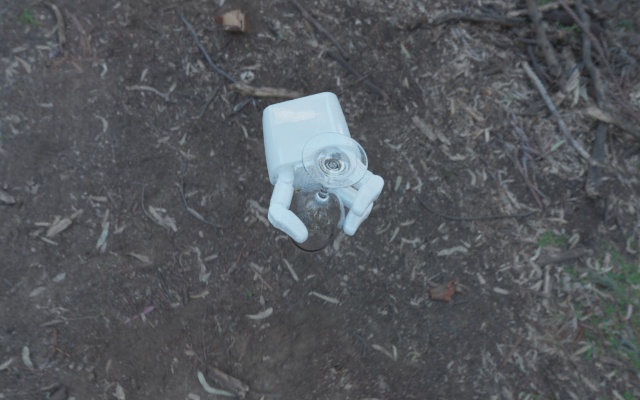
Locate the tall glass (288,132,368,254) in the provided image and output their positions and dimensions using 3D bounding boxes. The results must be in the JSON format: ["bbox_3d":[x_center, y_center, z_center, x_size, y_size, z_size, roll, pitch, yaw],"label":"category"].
[{"bbox_3d":[0.000,0.002,0.612,0.079,0.079,0.201,0,-29,-11],"label":"tall glass"}]
